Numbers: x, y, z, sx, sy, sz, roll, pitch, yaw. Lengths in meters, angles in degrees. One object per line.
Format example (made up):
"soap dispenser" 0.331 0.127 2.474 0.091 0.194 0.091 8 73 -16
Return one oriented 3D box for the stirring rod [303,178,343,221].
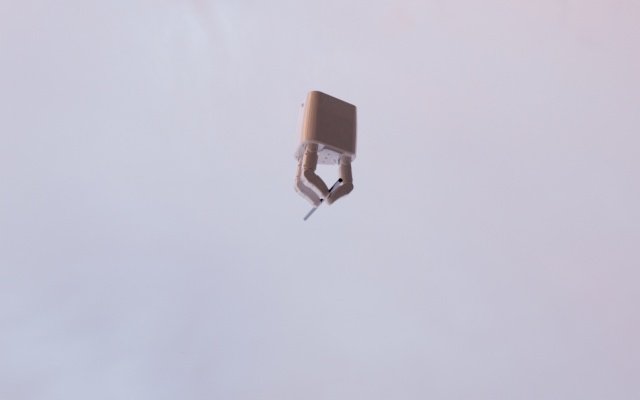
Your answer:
"stirring rod" 0.000 0.003 0.875 0.011 0.011 0.239 0 -17 -16
